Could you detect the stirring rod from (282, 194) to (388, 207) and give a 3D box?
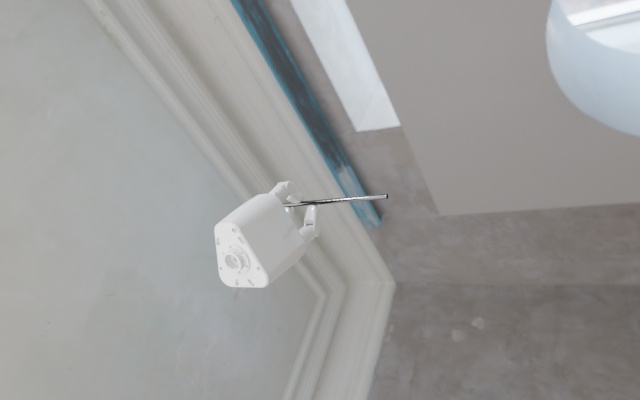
[{"bbox_3d":[0.000,0.003,0.795,0.239,0.011,0.011,-5,-3,32],"label":"stirring rod"}]
